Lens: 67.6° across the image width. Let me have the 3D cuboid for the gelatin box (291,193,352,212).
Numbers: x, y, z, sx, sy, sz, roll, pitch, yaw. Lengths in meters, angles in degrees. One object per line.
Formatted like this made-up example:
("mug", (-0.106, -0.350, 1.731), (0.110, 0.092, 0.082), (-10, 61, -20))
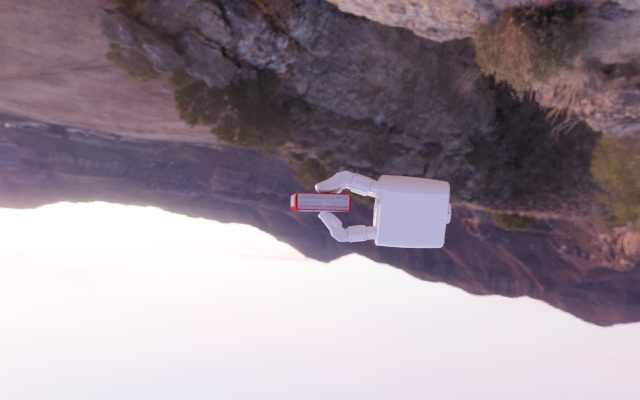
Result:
("gelatin box", (0.000, 0.003, 0.764), (0.089, 0.030, 0.073), (1, -2, -9))
